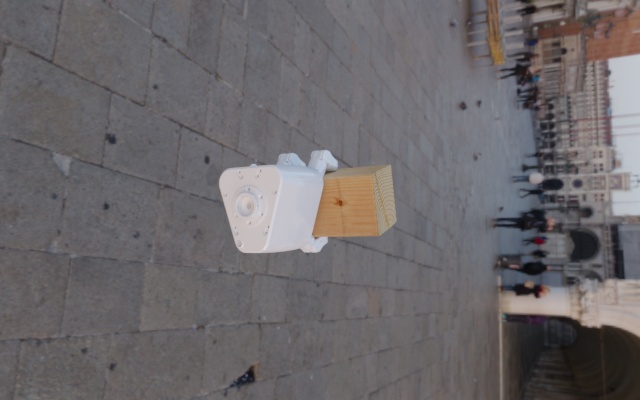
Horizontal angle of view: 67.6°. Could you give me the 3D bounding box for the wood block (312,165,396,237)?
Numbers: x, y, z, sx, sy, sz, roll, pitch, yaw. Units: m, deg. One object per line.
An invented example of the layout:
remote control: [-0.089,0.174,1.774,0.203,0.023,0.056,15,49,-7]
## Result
wood block: [0.000,0.003,0.727,0.206,0.091,0.090,-2,11,26]
